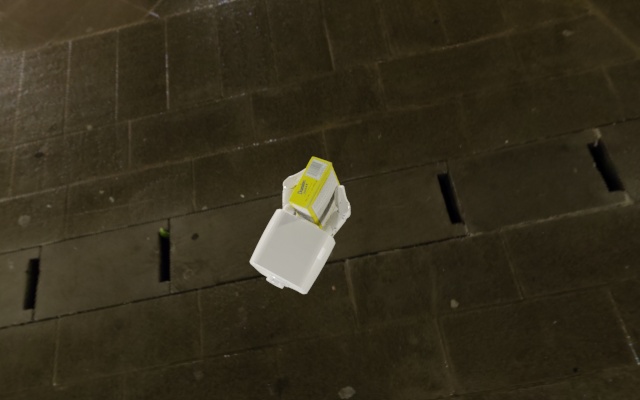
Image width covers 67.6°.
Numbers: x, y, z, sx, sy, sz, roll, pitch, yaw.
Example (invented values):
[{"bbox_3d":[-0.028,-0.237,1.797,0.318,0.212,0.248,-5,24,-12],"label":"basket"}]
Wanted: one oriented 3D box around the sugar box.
[{"bbox_3d":[0.000,0.003,0.878,0.048,0.093,0.176,23,-17,18],"label":"sugar box"}]
